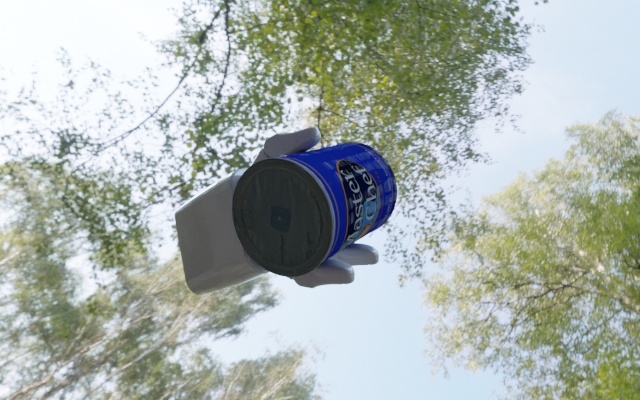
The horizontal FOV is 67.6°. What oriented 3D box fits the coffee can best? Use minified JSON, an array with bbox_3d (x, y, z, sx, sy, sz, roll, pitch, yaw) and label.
[{"bbox_3d":[0.000,0.001,0.457,0.103,0.103,0.140,0,12,31],"label":"coffee can"}]
